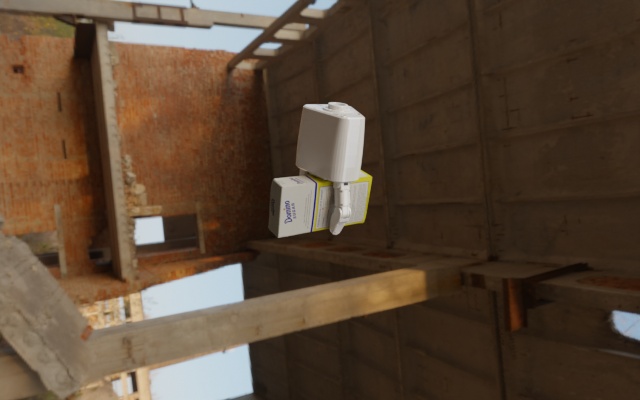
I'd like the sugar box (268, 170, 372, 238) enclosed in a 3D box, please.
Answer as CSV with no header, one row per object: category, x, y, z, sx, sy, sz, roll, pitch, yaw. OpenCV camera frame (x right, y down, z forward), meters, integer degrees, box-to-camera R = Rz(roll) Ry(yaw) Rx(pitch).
sugar box,0.000,0.002,0.813,0.176,0.093,0.048,-6,26,-28
